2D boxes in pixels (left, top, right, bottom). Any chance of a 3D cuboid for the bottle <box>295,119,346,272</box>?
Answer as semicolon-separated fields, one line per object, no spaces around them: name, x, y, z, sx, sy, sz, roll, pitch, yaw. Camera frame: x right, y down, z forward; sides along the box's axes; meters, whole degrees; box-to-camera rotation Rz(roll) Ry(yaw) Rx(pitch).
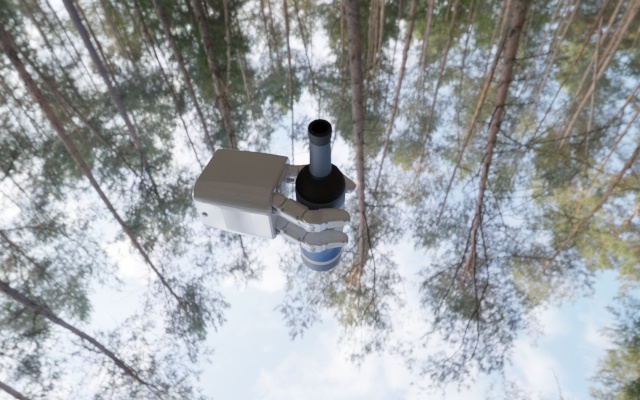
bottle;0.000;0.002;0.649;0.069;0.069;0.296;0;-34;0
